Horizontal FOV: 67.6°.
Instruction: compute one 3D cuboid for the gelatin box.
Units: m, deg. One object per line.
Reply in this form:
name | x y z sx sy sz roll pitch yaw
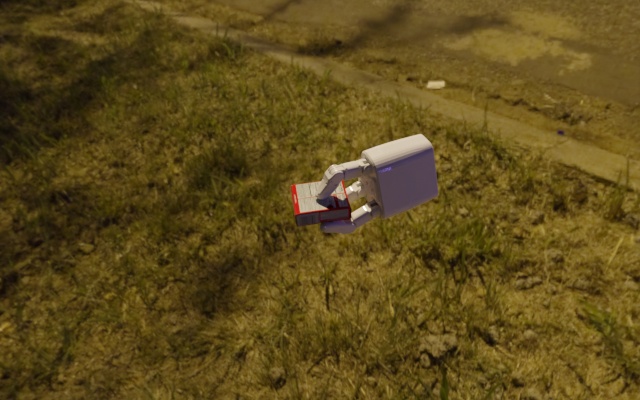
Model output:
gelatin box | 0.000 0.002 0.771 0.089 0.030 0.073 -8 43 -4
